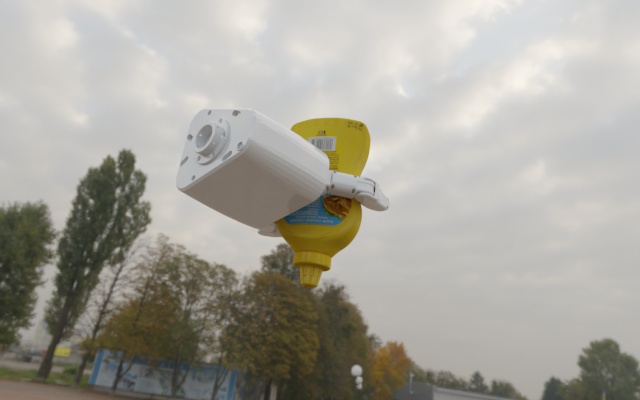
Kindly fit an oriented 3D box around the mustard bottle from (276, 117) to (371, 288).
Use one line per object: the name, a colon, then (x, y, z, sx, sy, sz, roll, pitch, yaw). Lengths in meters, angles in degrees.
mustard bottle: (0.000, 0.002, 0.538, 0.096, 0.191, 0.058, 2, -22, 17)
